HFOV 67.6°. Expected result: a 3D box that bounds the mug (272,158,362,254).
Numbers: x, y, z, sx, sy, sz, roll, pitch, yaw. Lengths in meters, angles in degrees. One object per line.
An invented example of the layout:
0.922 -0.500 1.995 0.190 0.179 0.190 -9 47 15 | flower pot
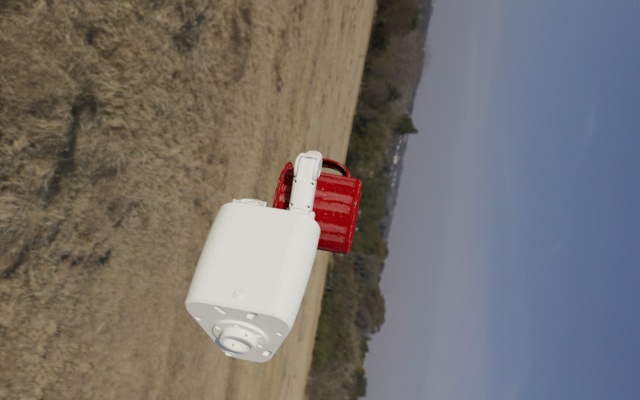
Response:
0.001 0.001 0.517 0.081 0.117 0.093 10 -38 6 | mug
